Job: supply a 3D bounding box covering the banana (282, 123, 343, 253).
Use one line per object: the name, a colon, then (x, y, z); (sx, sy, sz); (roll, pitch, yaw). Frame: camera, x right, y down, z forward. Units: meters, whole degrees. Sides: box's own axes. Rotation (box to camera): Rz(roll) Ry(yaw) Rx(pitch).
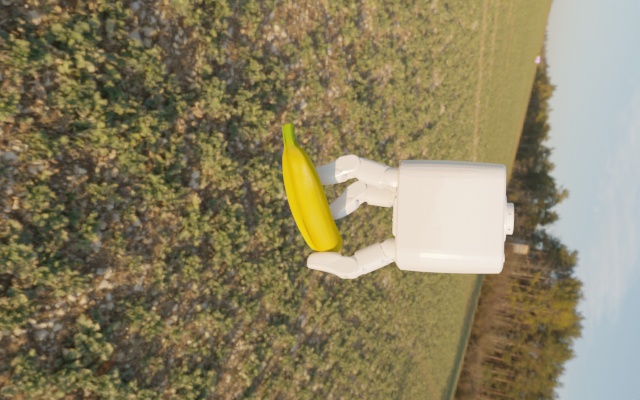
banana: (-0.004, 0.013, 0.520); (0.037, 0.069, 0.198); (-3, -45, 16)
